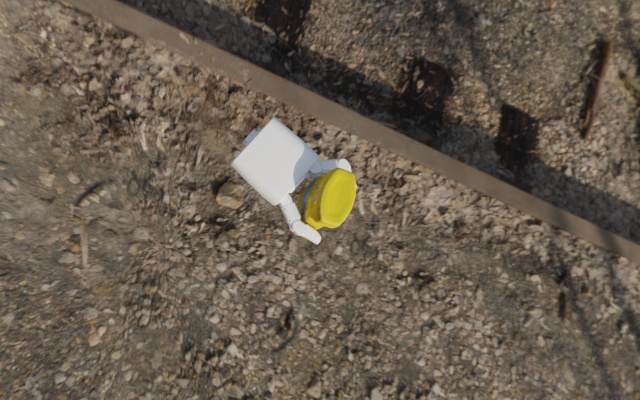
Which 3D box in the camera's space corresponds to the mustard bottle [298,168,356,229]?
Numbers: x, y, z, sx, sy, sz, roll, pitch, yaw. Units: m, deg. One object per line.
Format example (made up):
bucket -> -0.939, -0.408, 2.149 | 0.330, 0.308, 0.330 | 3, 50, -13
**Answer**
mustard bottle -> 0.000, 0.003, 0.847 | 0.058, 0.096, 0.191 | 18, -11, -15
